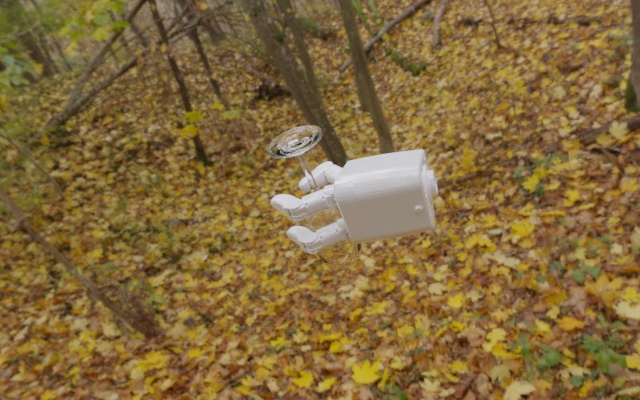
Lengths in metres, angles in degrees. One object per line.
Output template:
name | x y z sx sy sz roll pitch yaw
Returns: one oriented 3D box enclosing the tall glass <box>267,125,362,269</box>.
tall glass | 0.000 0.002 0.653 0.079 0.201 0.079 -16 33 11
